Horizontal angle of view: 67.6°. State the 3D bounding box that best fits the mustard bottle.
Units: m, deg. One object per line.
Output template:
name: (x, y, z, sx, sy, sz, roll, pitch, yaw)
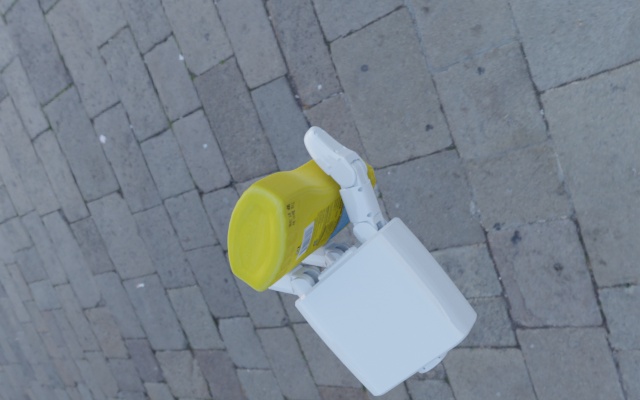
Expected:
mustard bottle: (0.000, 0.001, 0.442, 0.058, 0.096, 0.191, 29, 34, 22)
